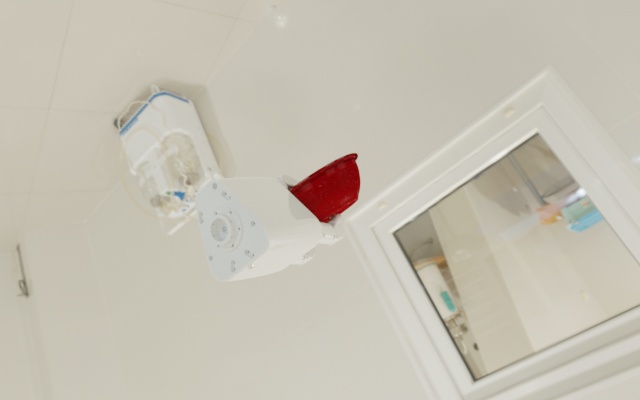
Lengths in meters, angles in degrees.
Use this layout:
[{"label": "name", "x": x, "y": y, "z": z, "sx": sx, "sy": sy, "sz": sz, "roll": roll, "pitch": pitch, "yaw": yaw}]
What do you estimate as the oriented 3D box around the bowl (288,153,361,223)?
[{"label": "bowl", "x": 0.001, "y": 0.002, "z": 0.670, "sx": 0.162, "sy": 0.055, "sz": 0.162, "roll": -34, "pitch": -6, "yaw": -4}]
